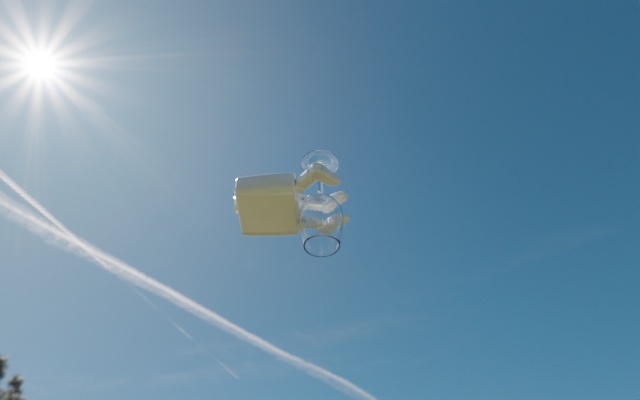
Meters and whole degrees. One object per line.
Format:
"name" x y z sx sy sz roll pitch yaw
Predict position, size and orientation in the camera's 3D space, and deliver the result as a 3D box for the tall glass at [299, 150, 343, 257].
"tall glass" 0.000 0.002 0.860 0.079 0.200 0.079 -1 -42 -1
